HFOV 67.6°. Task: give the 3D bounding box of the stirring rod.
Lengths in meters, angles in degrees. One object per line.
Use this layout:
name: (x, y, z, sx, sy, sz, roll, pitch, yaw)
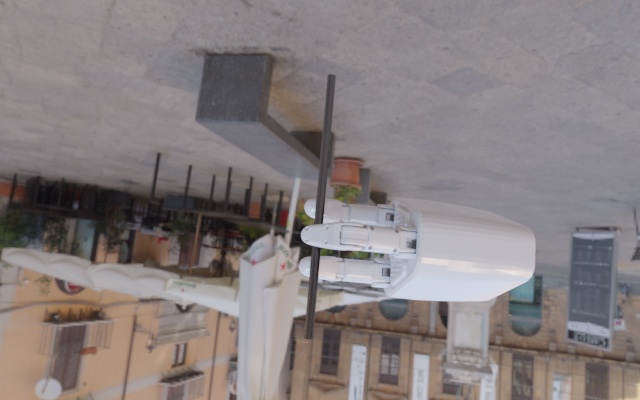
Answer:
stirring rod: (0.000, 0.001, 0.431, 0.011, 0.239, 0.011, 5, -8, 1)
